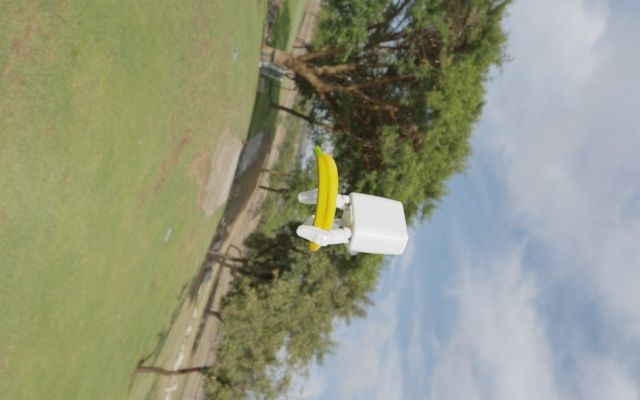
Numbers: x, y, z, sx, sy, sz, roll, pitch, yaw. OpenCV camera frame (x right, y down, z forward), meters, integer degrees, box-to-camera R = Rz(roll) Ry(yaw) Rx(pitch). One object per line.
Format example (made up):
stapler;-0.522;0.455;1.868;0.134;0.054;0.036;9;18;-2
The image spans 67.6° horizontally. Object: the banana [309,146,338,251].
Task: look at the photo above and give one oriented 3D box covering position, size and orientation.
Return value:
banana;0.006;0.002;0.870;0.037;0.198;0.069;2;8;-17
